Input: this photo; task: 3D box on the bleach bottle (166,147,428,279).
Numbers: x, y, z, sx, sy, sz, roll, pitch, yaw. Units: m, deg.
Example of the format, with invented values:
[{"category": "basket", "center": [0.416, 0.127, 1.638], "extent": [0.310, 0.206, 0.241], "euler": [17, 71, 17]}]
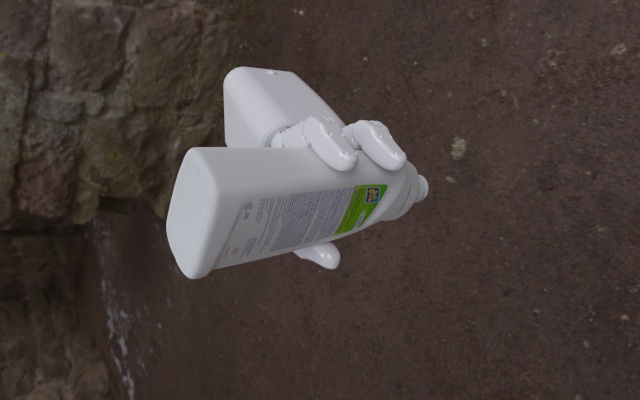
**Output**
[{"category": "bleach bottle", "center": [0.000, 0.001, 0.429], "extent": [0.251, 0.103, 0.068], "euler": [-5, 45, -38]}]
